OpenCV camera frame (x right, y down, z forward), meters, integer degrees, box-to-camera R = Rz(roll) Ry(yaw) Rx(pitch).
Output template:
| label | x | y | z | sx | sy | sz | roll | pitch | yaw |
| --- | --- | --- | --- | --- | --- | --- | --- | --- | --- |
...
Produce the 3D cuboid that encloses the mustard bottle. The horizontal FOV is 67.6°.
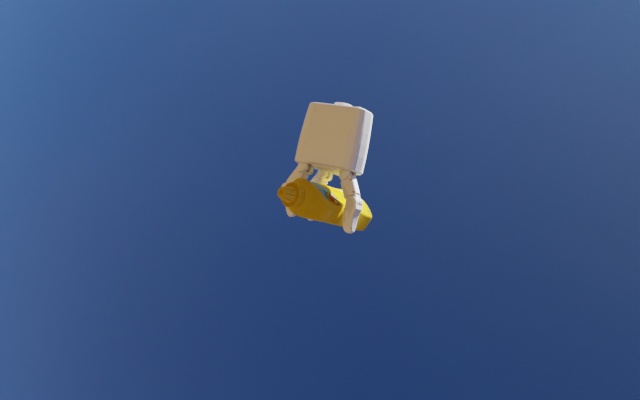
| label | x | y | z | sx | sy | sz | roll | pitch | yaw |
| --- | --- | --- | --- | --- | --- | --- | --- | --- | --- |
| mustard bottle | 0.000 | 0.003 | 0.800 | 0.192 | 0.058 | 0.096 | 15 | 22 | -50 |
